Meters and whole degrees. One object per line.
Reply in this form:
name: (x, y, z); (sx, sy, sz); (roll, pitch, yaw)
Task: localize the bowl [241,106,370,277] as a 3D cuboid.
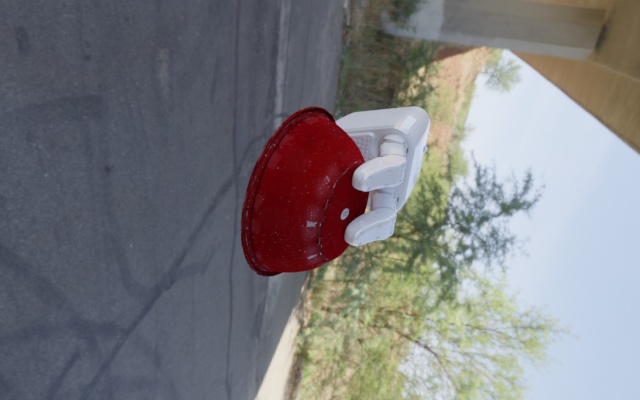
bowl: (0.000, 0.002, 0.426); (0.055, 0.162, 0.162); (20, 9, 25)
